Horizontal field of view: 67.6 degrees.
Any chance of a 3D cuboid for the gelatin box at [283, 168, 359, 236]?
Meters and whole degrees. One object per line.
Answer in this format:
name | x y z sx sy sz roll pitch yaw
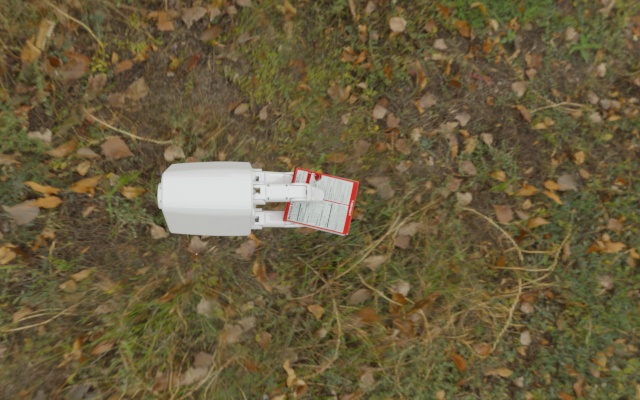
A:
gelatin box | 0.000 0.002 0.639 0.089 0.073 0.030 13 -7 -5
